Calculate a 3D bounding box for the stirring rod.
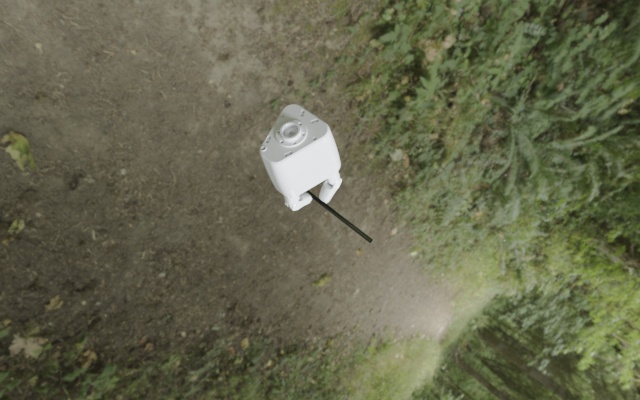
[{"bbox_3d":[0.000,0.003,0.866,0.239,0.011,0.011,38,18,25],"label":"stirring rod"}]
